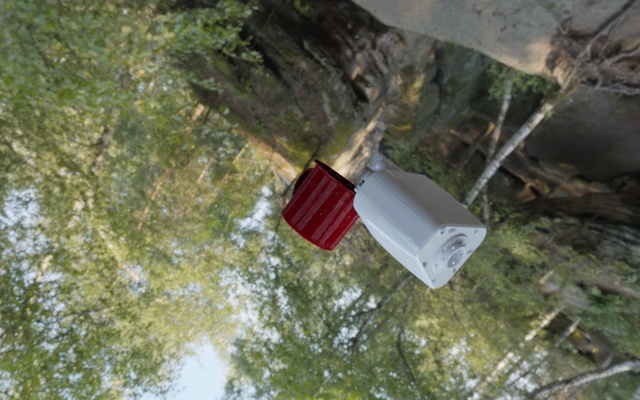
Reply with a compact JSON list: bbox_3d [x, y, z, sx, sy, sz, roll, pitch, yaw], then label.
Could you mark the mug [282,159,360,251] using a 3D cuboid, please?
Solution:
[{"bbox_3d":[-0.001,0.001,0.605,0.093,0.081,0.117,28,12,-46],"label":"mug"}]
